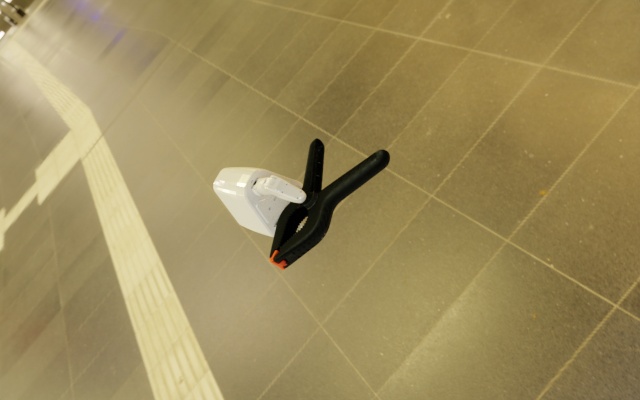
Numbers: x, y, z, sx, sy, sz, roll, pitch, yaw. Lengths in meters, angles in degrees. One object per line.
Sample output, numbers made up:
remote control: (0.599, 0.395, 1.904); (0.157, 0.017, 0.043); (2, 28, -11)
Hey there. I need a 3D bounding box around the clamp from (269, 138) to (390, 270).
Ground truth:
clamp: (-0.001, 0.002, 0.663); (0.036, 0.210, 0.164); (39, -19, -35)
